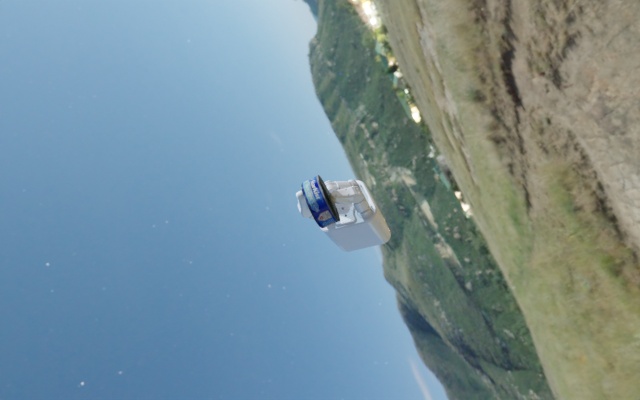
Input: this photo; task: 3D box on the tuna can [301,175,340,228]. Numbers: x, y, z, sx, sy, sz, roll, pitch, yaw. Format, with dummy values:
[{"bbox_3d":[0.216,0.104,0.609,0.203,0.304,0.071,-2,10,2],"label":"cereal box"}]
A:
[{"bbox_3d":[0.000,0.003,0.799,0.034,0.086,0.086,-25,-4,8],"label":"tuna can"}]
